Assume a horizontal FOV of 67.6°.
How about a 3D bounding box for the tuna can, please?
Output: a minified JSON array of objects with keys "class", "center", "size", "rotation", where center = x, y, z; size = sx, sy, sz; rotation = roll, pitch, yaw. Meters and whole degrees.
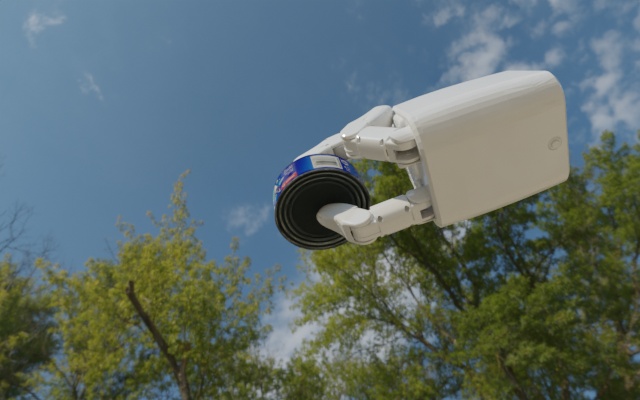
[{"class":"tuna can","center":[0.000,0.001,0.431],"size":[0.086,0.086,0.033],"rotation":[0,33,-11]}]
